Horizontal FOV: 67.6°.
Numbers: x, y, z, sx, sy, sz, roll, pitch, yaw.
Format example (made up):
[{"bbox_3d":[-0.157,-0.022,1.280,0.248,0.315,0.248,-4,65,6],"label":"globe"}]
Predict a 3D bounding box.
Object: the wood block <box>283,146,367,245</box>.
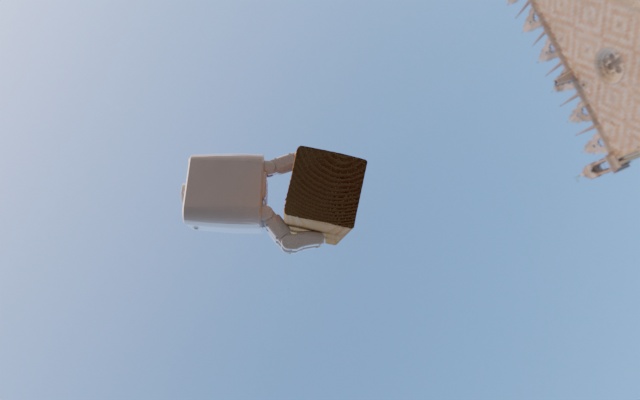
[{"bbox_3d":[0.000,0.002,0.677,0.090,0.091,0.206,12,-11,-2],"label":"wood block"}]
